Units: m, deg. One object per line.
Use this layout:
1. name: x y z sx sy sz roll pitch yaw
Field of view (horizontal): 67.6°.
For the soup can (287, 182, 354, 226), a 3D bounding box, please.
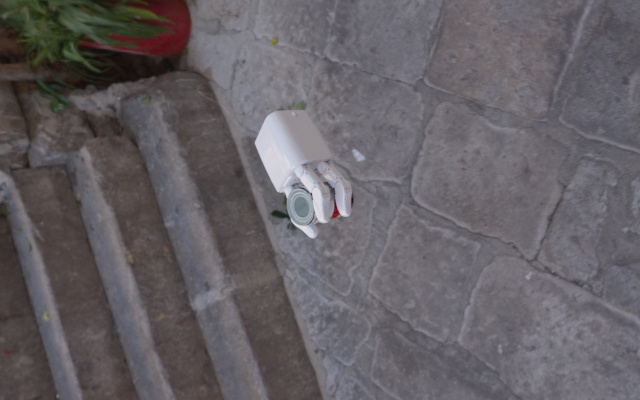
1. soup can: 0.000 0.003 0.830 0.068 0.068 0.102 0 9 43
